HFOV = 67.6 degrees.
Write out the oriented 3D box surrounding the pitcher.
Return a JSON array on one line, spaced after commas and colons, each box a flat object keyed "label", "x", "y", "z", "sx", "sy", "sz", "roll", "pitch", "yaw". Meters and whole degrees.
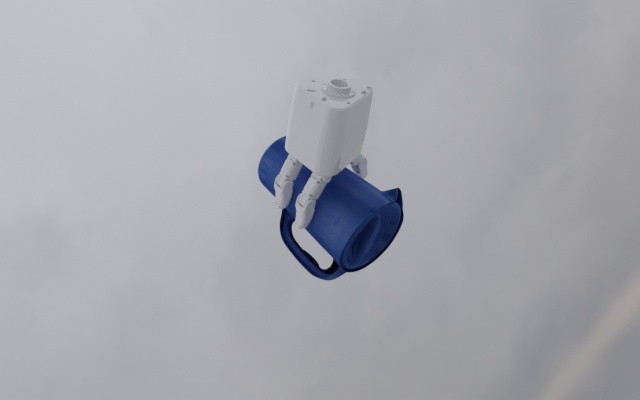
[{"label": "pitcher", "x": 0.000, "y": 0.002, "z": 0.780, "sx": 0.149, "sy": 0.145, "sz": 0.242, "roll": -25, "pitch": 50, "yaw": -34}]
